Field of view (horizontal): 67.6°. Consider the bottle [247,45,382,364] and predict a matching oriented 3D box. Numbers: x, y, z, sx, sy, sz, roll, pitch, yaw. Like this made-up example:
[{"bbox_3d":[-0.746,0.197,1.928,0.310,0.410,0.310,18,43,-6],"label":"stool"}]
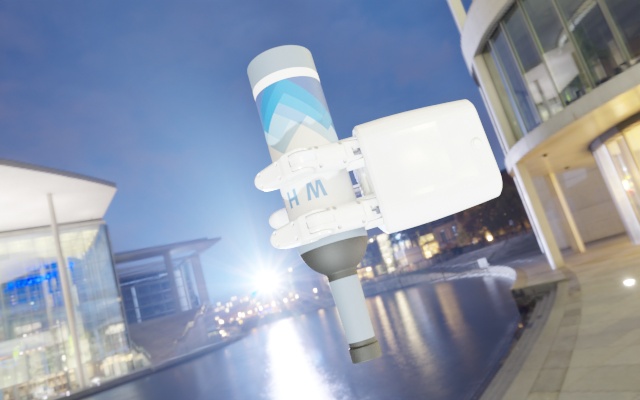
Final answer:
[{"bbox_3d":[0.000,0.001,0.448,0.069,0.295,0.069,-16,-12,-3],"label":"bottle"}]
